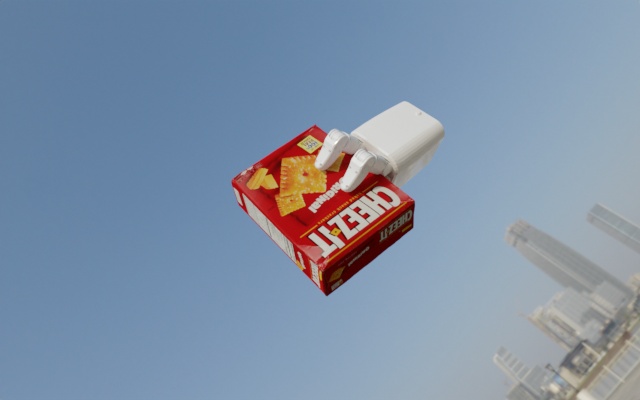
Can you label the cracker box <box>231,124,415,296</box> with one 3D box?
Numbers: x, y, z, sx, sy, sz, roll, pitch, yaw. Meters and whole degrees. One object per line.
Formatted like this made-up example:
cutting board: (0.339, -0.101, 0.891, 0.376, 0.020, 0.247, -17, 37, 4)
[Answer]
cracker box: (0.000, 0.002, 0.677, 0.164, 0.072, 0.213, -35, 55, -20)
